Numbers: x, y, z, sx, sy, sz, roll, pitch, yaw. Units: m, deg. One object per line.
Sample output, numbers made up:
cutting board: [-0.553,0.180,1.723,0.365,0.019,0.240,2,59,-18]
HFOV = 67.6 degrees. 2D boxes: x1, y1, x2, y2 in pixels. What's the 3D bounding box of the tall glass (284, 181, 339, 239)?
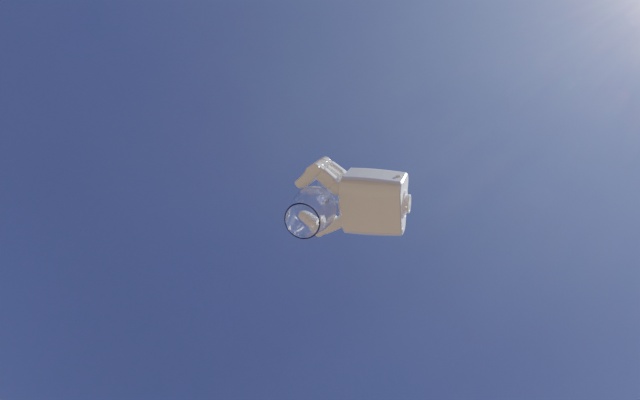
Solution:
tall glass: [0.000,0.003,0.855,0.079,0.079,0.201,0,18,19]
